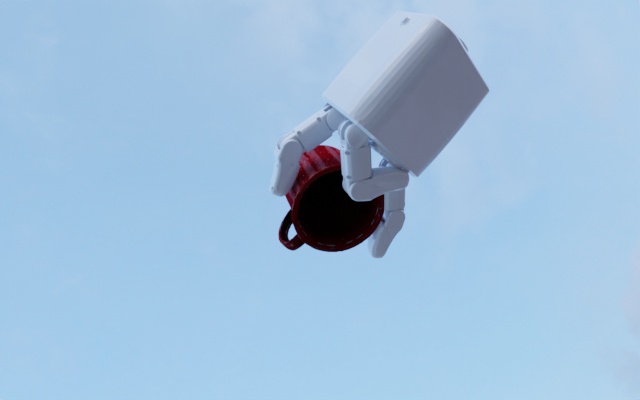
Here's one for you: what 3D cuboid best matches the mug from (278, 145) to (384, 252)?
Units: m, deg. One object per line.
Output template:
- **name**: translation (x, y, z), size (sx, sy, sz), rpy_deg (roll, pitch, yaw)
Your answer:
- **mug**: translation (-0.001, 0.003, 0.489), size (0.093, 0.117, 0.081), rpy_deg (37, 10, -28)
